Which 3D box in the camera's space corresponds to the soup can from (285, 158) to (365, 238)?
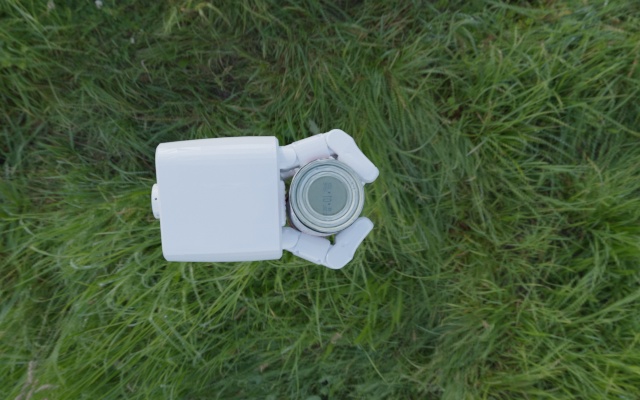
[{"bbox_3d":[0.001,0.002,0.460,0.068,0.068,0.102,0,-7,-7],"label":"soup can"}]
